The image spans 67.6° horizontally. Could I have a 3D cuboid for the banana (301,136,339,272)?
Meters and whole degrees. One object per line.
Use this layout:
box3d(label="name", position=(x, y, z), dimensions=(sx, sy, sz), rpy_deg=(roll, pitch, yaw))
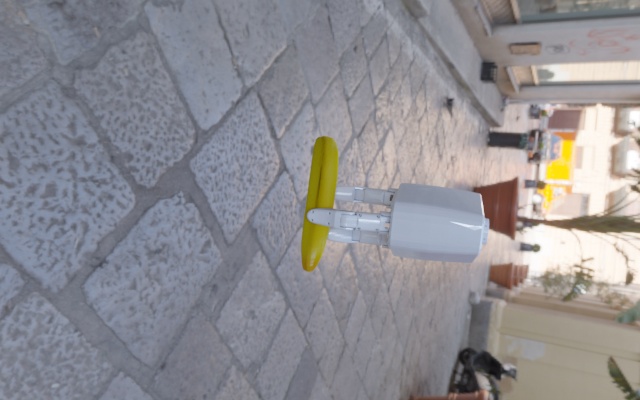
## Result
box3d(label="banana", position=(0.001, -0.008, 0.628), dimensions=(0.037, 0.197, 0.070), rpy_deg=(7, -20, 1))
